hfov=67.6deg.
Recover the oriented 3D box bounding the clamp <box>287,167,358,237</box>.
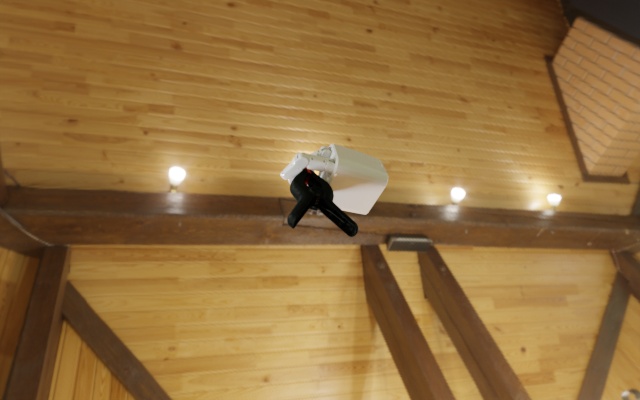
[{"bbox_3d":[0.000,0.003,0.818,0.120,0.039,0.171,20,32,-17],"label":"clamp"}]
